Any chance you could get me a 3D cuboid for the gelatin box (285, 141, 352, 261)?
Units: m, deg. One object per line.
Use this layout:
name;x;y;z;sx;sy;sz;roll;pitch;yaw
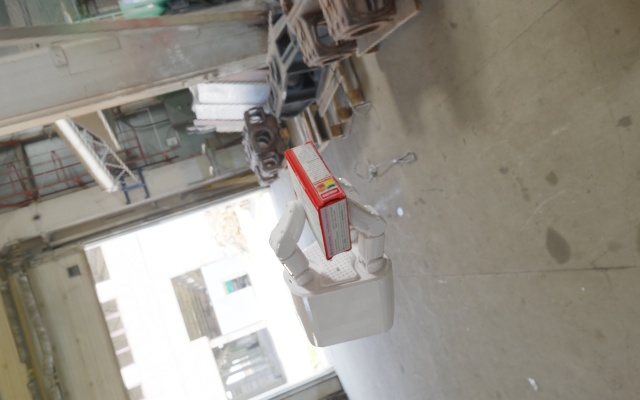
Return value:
gelatin box;0.000;0.001;0.441;0.030;0.073;0.089;-24;-36;-9
